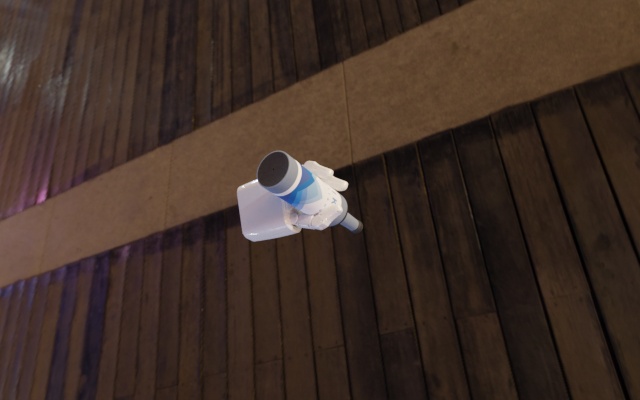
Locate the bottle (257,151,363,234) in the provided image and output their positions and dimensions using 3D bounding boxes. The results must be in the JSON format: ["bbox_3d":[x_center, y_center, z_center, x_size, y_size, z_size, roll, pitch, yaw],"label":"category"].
[{"bbox_3d":[0.000,0.003,0.878,0.069,0.069,0.296,0,-21,34],"label":"bottle"}]
